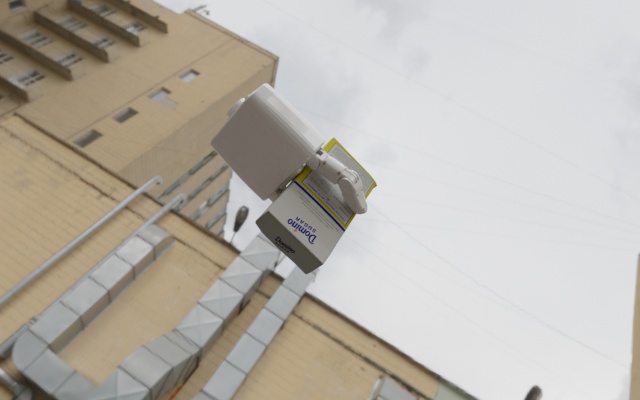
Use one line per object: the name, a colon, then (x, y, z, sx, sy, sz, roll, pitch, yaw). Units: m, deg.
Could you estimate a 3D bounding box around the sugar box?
sugar box: (0.000, 0.002, 0.619, 0.048, 0.093, 0.176, -37, 10, 48)
